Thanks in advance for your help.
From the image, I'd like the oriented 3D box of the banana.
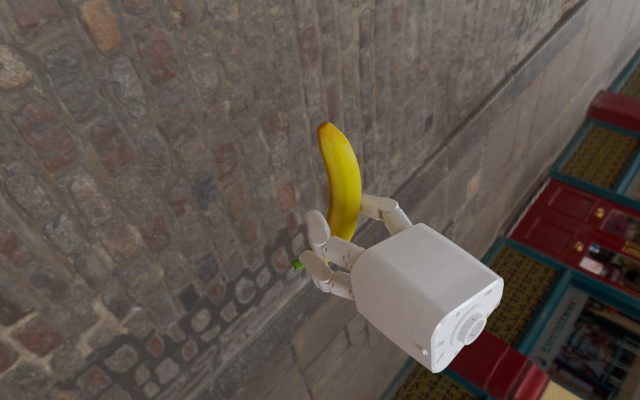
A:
[{"bbox_3d":[0.016,0.003,0.558,0.069,0.198,0.037,-7,33,-29],"label":"banana"}]
